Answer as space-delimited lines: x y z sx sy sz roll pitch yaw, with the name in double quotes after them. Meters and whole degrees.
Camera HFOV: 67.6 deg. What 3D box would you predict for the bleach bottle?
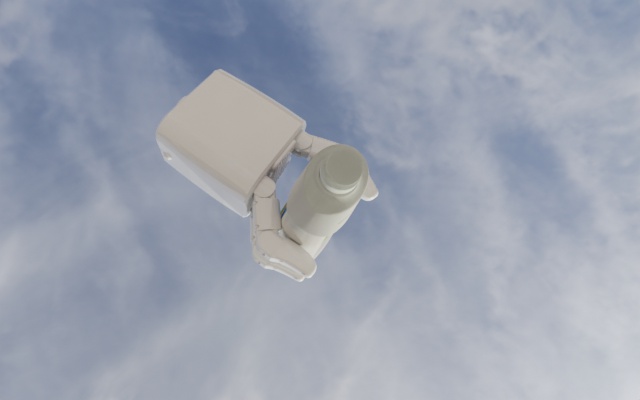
0.000 0.002 0.466 0.068 0.102 0.251 33 -18 0 "bleach bottle"
